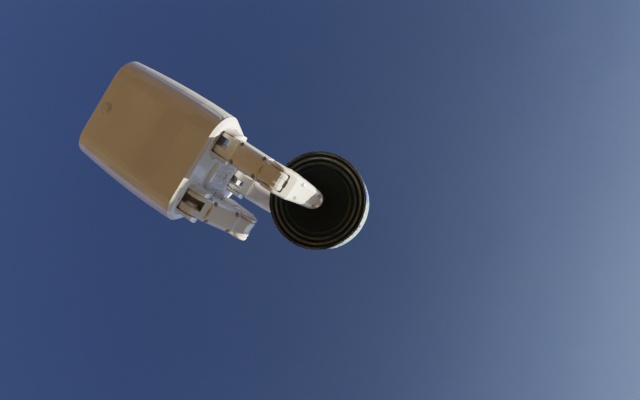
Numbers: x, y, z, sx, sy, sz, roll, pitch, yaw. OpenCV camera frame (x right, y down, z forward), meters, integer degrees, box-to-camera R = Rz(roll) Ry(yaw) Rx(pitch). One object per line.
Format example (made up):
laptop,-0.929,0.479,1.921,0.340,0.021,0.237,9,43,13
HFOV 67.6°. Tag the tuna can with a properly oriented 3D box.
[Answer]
tuna can,0.000,0.002,0.427,0.086,0.086,0.034,0,-6,11
